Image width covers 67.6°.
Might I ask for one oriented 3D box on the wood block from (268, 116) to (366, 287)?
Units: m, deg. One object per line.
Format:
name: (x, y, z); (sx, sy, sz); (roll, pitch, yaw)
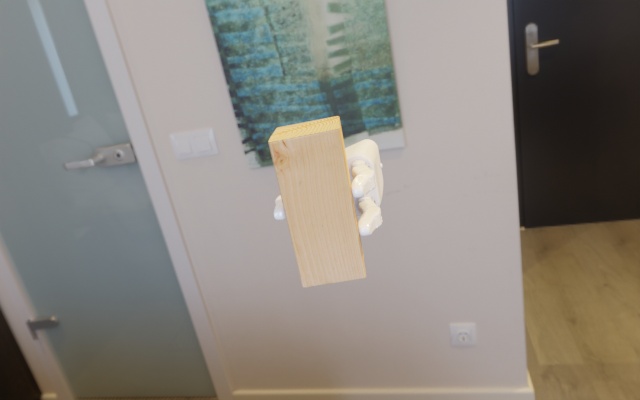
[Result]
wood block: (0.000, 0.002, 0.649); (0.091, 0.206, 0.090); (-10, 20, 5)
